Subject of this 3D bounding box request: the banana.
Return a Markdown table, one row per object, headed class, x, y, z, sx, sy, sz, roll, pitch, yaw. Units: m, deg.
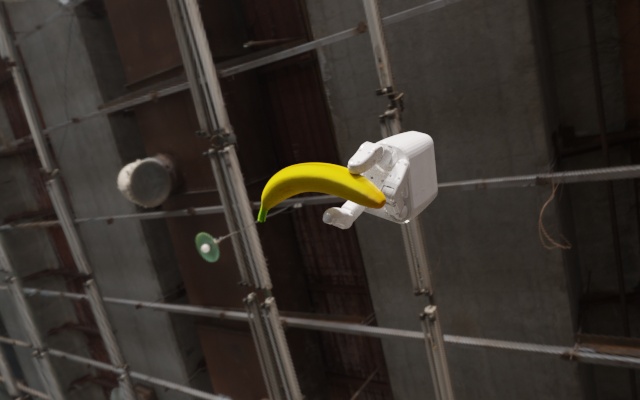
| class | x | y | z | sx | sy | sz | roll | pitch | yaw |
| --- | --- | --- | --- | --- | --- | --- | --- | --- | --- |
| banana | -0.007 | -0.015 | 0.614 | 0.198 | 0.069 | 0.037 | -8 | 11 | 36 |
